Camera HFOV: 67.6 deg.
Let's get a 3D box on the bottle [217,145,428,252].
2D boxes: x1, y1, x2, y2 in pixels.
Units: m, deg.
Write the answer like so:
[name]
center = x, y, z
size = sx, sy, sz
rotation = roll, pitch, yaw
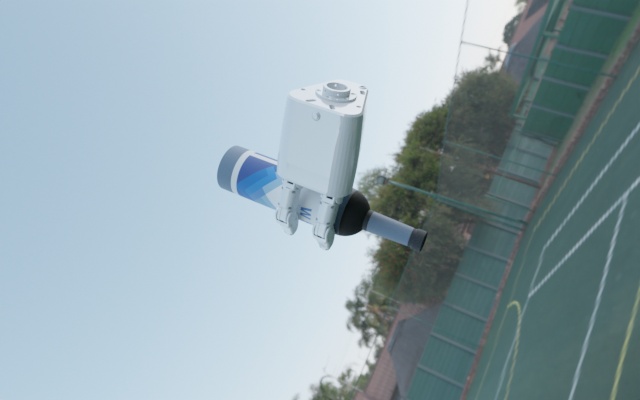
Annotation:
[bottle]
center = 0.000, 0.002, 0.647
size = 0.295, 0.069, 0.069
rotation = 21, 7, 18
